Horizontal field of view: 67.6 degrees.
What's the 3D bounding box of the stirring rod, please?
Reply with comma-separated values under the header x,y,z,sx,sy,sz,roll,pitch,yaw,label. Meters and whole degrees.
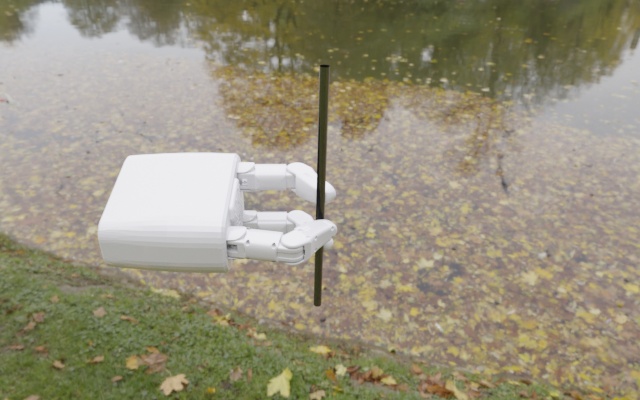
x,y,z,sx,sy,sz,roll,pitch,yaw,label
0.000,0.002,0.424,0.011,0.240,0.011,1,30,-1,stirring rod
